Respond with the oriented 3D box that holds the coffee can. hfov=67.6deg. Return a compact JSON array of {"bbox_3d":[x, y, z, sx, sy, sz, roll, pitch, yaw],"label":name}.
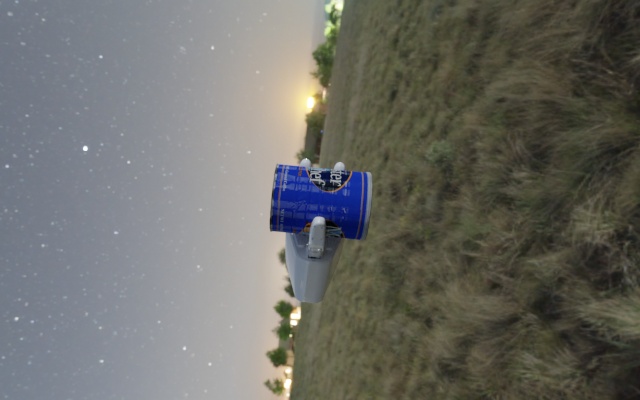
[{"bbox_3d":[0.000,0.002,0.711,0.140,0.103,0.103,6,0,-2],"label":"coffee can"}]
